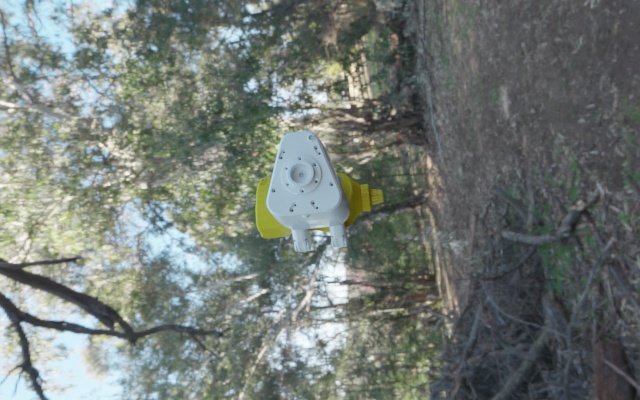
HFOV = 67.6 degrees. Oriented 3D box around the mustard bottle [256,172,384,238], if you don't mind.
[{"bbox_3d":[0.000,0.003,0.731,0.191,0.096,0.058,-6,-36,6],"label":"mustard bottle"}]
